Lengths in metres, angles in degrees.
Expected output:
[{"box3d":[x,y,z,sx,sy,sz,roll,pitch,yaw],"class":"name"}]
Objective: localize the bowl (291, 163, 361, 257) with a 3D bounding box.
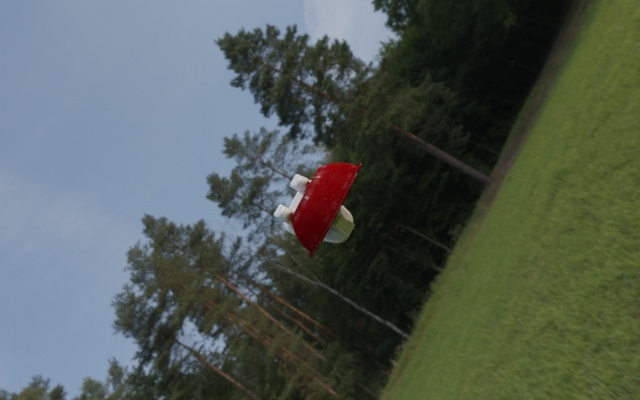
[{"box3d":[0.000,0.002,0.720,0.055,0.162,0.162,29,-1,-1],"class":"bowl"}]
